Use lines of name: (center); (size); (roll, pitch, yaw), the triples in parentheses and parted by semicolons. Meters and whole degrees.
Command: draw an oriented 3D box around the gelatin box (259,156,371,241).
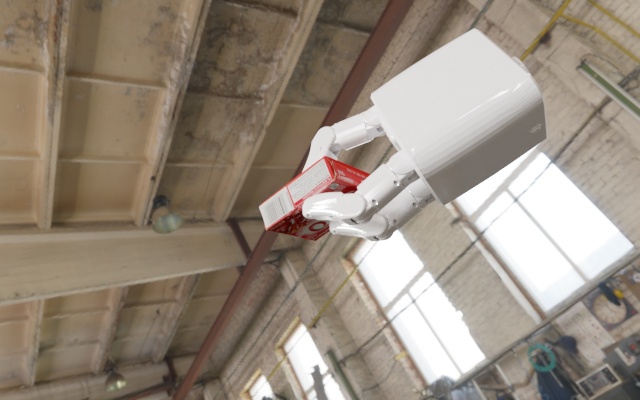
gelatin box: (0.000, 0.001, 0.446); (0.089, 0.030, 0.073); (-35, -31, 27)
